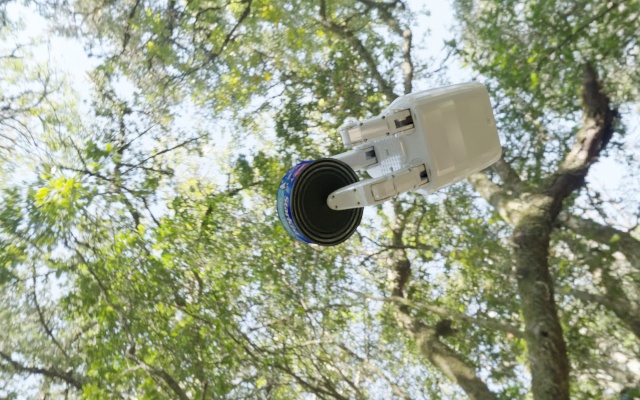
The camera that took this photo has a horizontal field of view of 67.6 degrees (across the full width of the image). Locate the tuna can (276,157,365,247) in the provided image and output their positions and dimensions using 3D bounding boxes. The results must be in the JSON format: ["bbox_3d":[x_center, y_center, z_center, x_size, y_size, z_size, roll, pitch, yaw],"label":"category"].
[{"bbox_3d":[0.000,0.002,0.471,0.086,0.086,0.034,0,0,-33],"label":"tuna can"}]
